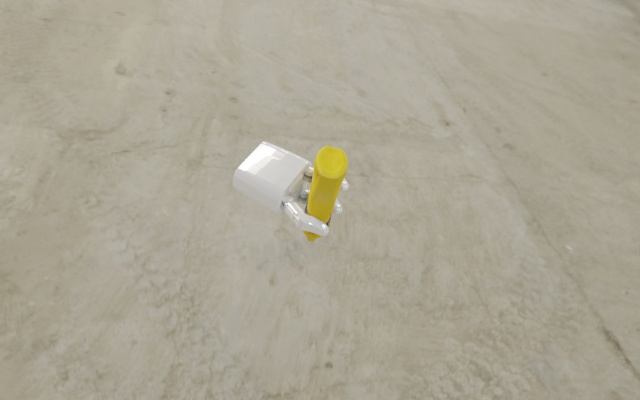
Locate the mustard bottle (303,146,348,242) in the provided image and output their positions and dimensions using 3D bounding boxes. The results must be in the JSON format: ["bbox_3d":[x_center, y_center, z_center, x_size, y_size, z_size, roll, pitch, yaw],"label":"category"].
[{"bbox_3d":[0.001,0.003,0.872,0.058,0.192,0.096,12,39,-4],"label":"mustard bottle"}]
